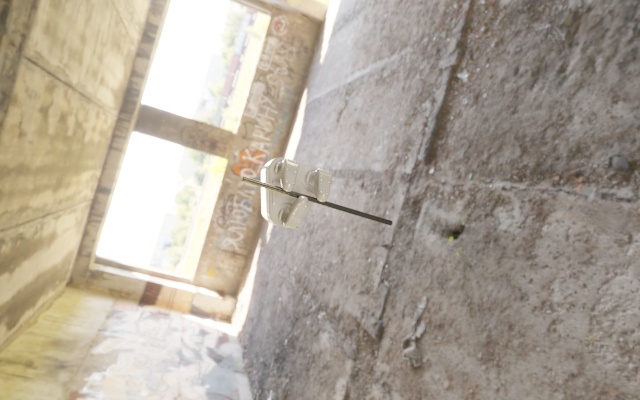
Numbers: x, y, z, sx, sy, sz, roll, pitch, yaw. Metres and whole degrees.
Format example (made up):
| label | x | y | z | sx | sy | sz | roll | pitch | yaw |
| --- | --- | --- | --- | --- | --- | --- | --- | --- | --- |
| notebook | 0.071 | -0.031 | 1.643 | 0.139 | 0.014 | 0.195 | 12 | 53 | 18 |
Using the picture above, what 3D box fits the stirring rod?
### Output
| label | x | y | z | sx | sy | sz | roll | pitch | yaw |
| --- | --- | --- | --- | --- | --- | --- | --- | --- | --- |
| stirring rod | 0.000 | 0.002 | 0.715 | 0.239 | 0.011 | 0.011 | 17 | -5 | -16 |
